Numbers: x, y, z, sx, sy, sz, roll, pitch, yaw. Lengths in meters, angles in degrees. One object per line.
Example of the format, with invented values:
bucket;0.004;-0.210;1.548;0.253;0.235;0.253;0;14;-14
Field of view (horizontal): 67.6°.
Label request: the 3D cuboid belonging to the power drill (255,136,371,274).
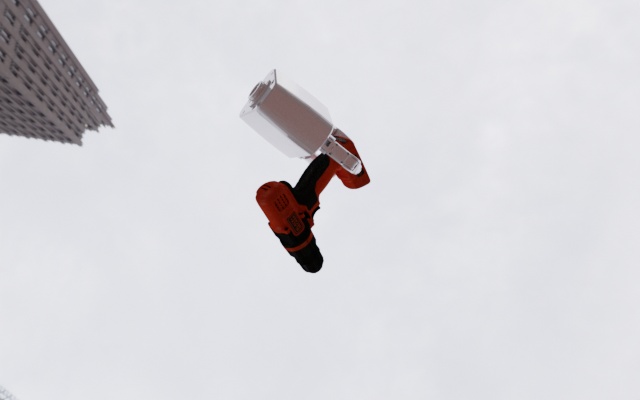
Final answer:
power drill;0.000;0.002;0.762;0.057;0.184;0.187;16;55;43
